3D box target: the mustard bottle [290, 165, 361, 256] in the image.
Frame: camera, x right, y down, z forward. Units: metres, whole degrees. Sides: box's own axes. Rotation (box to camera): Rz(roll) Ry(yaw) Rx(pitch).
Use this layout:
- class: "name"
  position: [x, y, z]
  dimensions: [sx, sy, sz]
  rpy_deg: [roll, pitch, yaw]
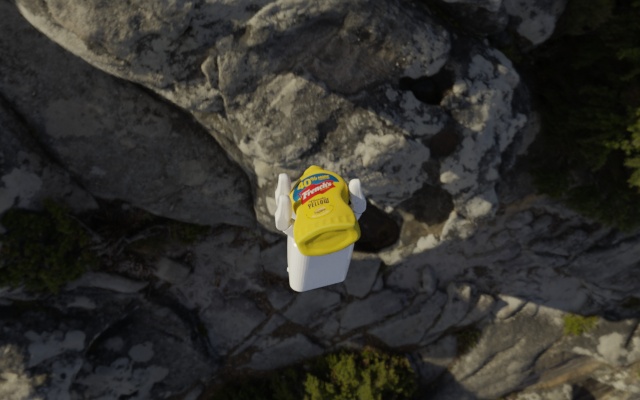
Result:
- class: "mustard bottle"
  position: [0.000, 0.002, 0.764]
  dimensions: [0.096, 0.058, 0.191]
  rpy_deg: [-19, 37, 5]
